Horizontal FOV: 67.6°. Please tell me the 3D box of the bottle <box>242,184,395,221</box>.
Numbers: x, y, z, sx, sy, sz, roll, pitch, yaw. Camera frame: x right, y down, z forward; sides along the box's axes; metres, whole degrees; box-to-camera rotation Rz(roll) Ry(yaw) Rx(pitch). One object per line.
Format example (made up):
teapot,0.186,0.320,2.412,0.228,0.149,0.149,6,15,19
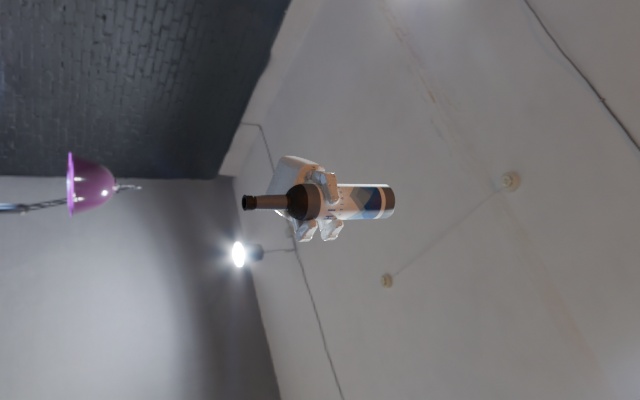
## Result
bottle,0.000,0.003,0.868,0.296,0.069,0.069,0,0,-30
